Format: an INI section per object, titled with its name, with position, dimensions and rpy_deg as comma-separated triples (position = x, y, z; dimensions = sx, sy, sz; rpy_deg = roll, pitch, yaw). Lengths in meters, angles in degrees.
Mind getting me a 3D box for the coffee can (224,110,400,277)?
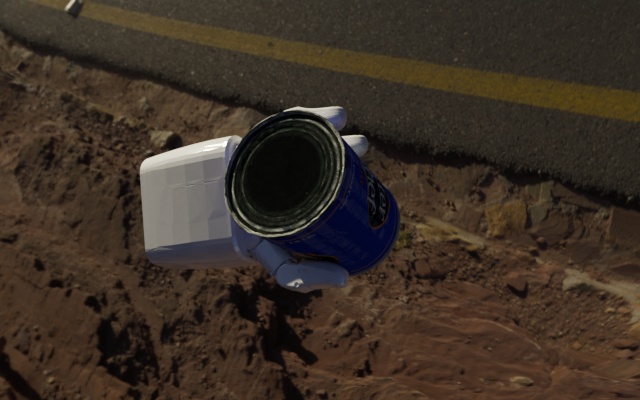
[coffee can]
position = 0.000, 0.001, 0.410
dimensions = 0.103, 0.102, 0.140
rpy_deg = 0, -19, 26
